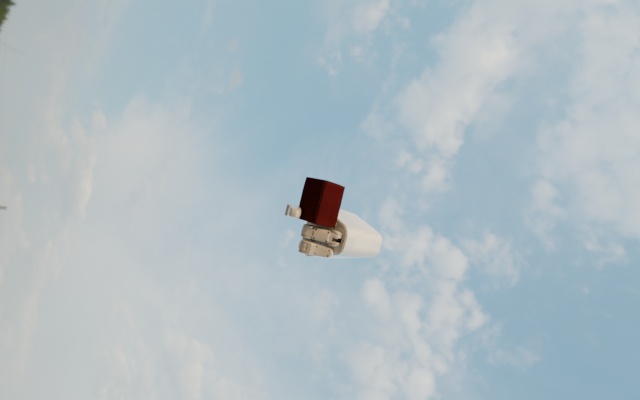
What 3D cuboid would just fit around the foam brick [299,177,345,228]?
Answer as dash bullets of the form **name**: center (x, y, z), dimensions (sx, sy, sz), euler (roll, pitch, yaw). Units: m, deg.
- **foam brick**: center (0.000, 0.002, 0.839), dimensions (0.051, 0.078, 0.053), euler (13, 2, -42)
